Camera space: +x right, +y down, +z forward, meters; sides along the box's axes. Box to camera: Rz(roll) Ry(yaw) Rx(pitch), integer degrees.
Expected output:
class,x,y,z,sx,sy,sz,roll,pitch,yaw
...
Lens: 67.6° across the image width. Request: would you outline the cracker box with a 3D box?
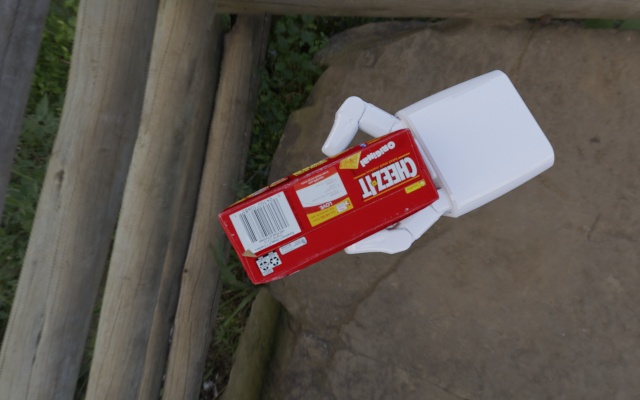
class,x,y,z,sx,sy,sz,roll,pitch,yaw
cracker box,0.000,0.001,0.469,0.164,0.072,0.213,-25,4,-4
